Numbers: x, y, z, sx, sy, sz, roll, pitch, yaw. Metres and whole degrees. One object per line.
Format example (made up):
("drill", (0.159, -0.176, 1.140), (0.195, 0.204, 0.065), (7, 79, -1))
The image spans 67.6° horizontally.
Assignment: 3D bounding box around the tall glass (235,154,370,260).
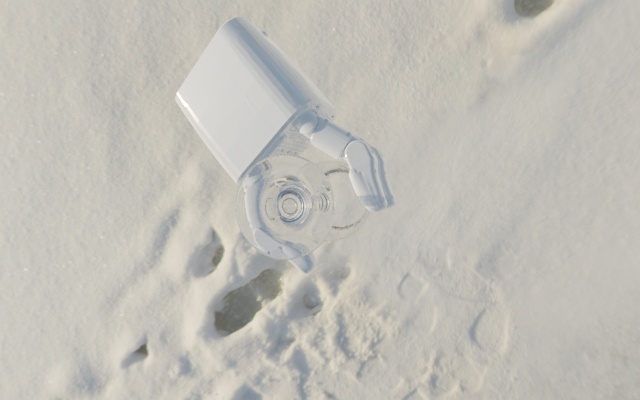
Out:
("tall glass", (0.000, 0.002, 0.427), (0.079, 0.079, 0.201), (0, 1, 15))
